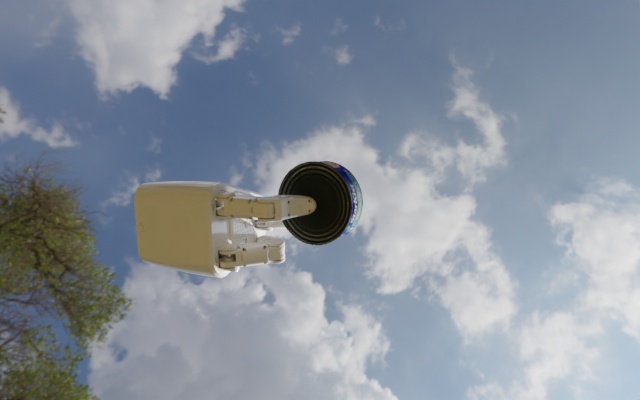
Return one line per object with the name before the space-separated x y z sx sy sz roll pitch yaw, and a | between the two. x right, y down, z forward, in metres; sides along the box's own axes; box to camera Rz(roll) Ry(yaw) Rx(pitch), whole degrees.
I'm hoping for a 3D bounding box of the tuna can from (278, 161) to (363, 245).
tuna can | 0.000 0.002 0.498 0.086 0.086 0.034 0 6 28
